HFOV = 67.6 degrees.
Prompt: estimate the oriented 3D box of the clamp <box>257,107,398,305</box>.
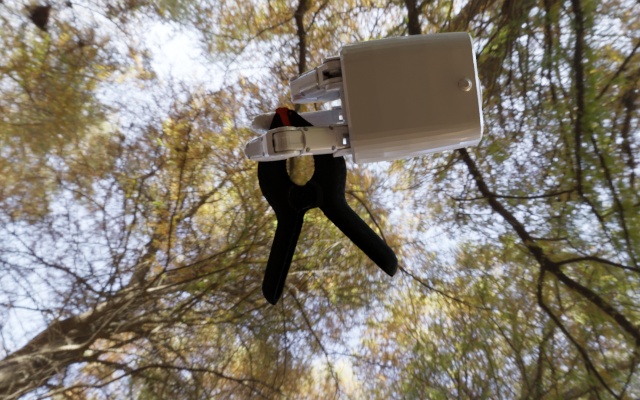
[{"bbox_3d":[0.000,0.001,0.417,0.120,0.171,0.039,-6,0,4],"label":"clamp"}]
